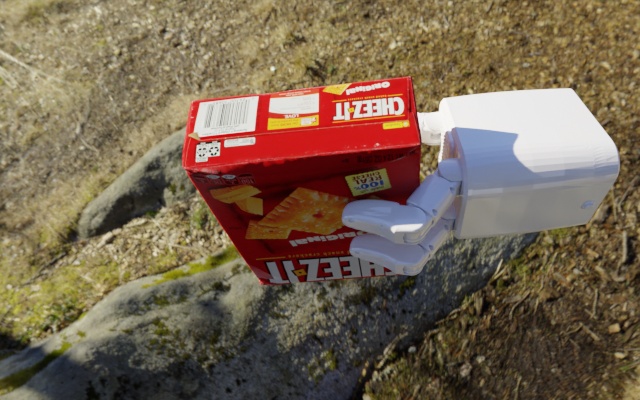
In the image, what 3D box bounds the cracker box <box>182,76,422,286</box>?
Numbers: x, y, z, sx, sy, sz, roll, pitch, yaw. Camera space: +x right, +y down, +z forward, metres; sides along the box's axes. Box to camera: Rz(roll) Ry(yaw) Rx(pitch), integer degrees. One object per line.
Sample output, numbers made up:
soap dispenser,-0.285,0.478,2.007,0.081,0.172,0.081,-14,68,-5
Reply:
cracker box,0.000,0.001,0.412,0.164,0.072,0.214,-5,-33,7
